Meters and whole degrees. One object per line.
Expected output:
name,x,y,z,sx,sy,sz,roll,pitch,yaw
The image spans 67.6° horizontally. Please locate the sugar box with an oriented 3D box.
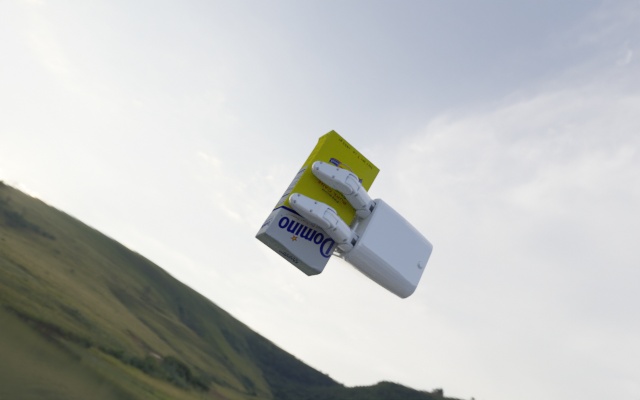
sugar box,0.001,0.002,0.631,0.093,0.176,0.048,38,-27,-15
